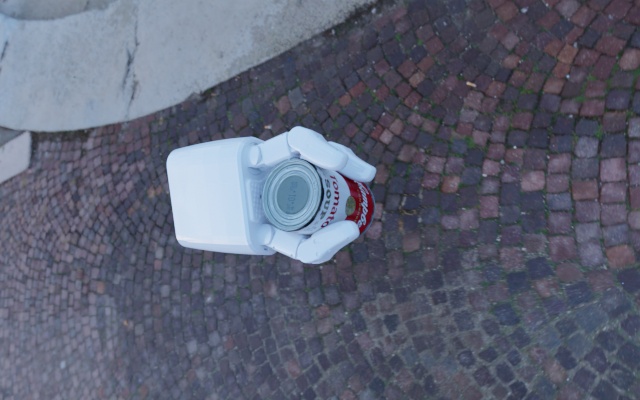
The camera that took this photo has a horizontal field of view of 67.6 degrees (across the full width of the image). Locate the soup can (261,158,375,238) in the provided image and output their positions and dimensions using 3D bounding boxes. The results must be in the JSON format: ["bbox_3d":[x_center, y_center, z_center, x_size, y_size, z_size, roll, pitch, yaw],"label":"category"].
[{"bbox_3d":[0.000,0.002,0.459,0.068,0.068,0.102,0,-8,32],"label":"soup can"}]
